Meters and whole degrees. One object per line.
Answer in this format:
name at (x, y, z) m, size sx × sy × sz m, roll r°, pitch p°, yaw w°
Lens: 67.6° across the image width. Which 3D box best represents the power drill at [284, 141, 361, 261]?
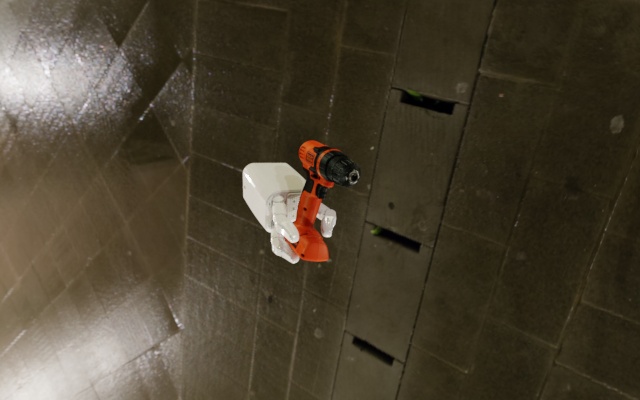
power drill at (0.000, 0.003, 0.800) m, size 0.057 × 0.188 × 0.184 m, roll 8°, pitch 14°, yaw -24°
